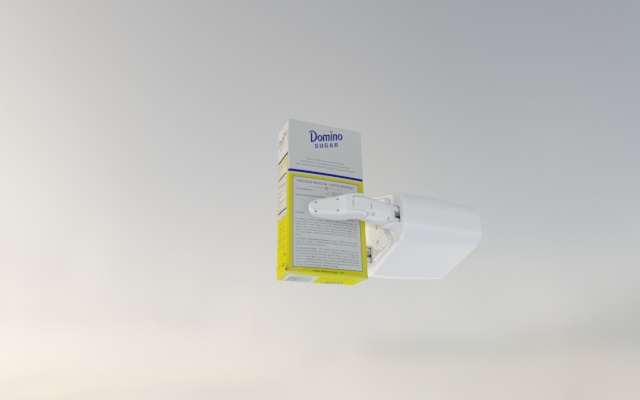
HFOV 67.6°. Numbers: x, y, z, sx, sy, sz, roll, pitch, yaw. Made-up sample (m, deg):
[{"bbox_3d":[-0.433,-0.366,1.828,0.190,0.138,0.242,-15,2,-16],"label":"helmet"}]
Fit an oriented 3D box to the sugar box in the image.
[{"bbox_3d":[0.000,0.002,0.533,0.093,0.176,0.048,8,-25,-21],"label":"sugar box"}]
